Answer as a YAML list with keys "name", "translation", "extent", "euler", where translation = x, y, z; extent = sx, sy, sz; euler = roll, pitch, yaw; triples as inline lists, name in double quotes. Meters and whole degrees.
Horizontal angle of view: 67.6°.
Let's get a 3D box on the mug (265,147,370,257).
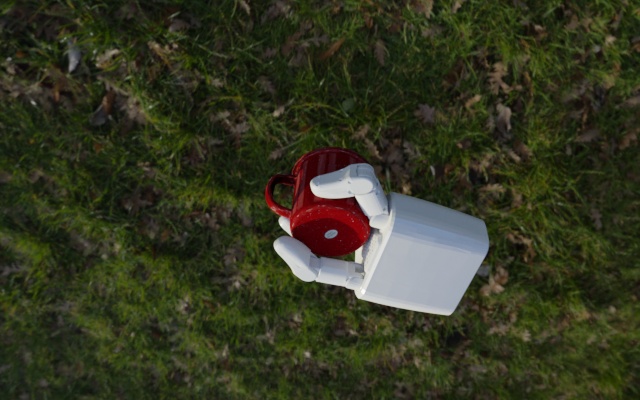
- name: "mug"
  translation: [-0.001, 0.001, 0.500]
  extent: [0.117, 0.081, 0.093]
  euler: [14, -46, -8]
